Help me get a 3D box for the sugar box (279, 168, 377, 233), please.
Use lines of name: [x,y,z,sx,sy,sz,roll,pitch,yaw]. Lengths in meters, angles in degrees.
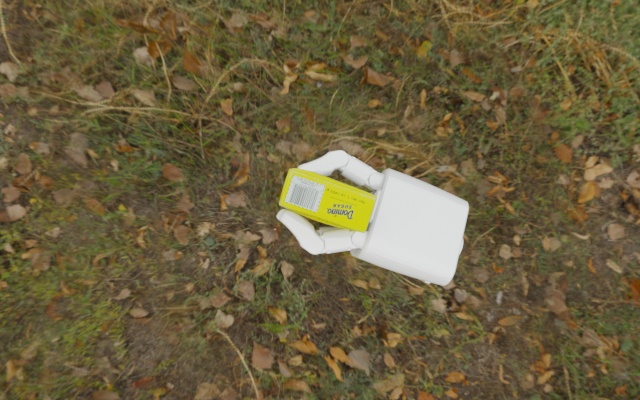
sugar box: [0.000,0.002,0.556,0.093,0.048,0.176,20,-5,-4]
